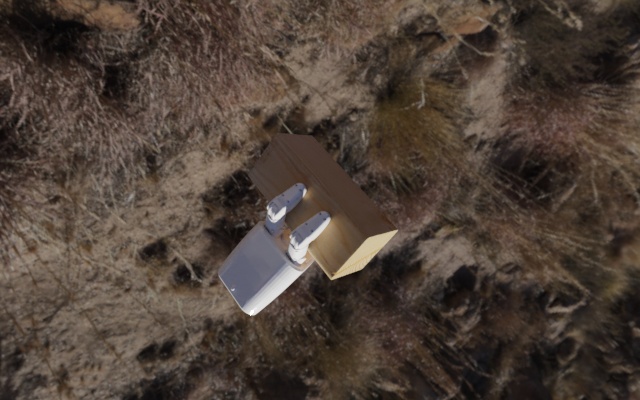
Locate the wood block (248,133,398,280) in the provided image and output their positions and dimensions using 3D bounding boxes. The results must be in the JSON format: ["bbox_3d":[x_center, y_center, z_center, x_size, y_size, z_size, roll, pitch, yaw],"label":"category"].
[{"bbox_3d":[0.000,0.003,0.701,0.091,0.206,0.090,-6,-40,-55],"label":"wood block"}]
